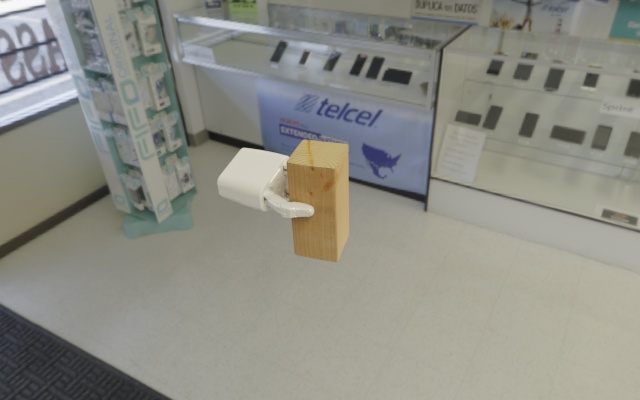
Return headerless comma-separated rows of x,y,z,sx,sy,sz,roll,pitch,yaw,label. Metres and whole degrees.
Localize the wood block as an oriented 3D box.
0.000,0.003,0.889,0.090,0.206,0.090,8,36,16,wood block
